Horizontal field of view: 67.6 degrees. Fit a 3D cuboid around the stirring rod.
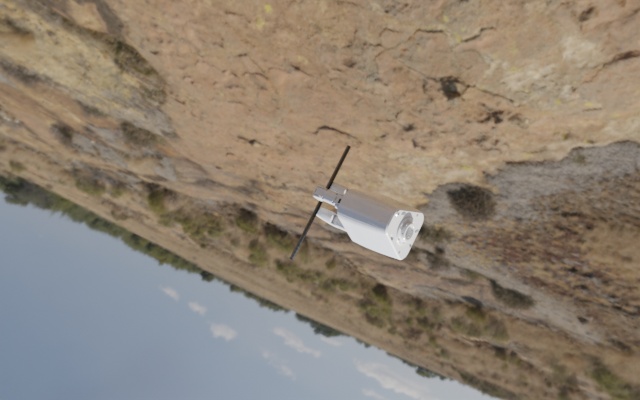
[{"bbox_3d":[0.000,0.003,0.898,0.011,0.239,0.011,27,-6,3],"label":"stirring rod"}]
